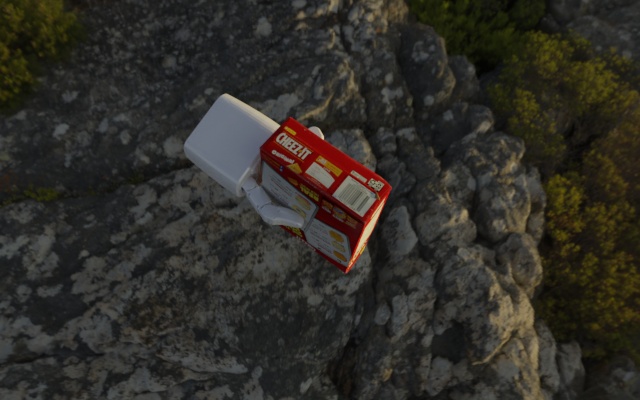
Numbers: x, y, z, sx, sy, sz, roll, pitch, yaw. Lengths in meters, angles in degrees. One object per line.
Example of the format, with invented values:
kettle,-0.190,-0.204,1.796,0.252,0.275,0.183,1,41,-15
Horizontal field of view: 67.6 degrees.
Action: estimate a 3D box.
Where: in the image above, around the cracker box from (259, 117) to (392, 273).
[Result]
cracker box,0.000,0.002,0.677,0.164,0.072,0.214,35,-22,12
